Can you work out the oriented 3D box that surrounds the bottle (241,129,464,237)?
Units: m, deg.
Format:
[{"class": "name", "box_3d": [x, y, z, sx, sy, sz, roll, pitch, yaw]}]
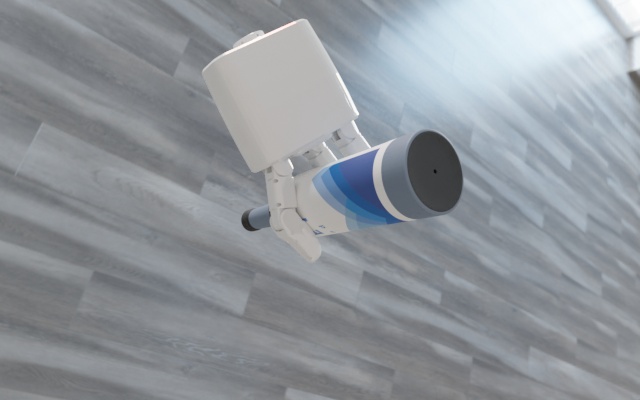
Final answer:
[{"class": "bottle", "box_3d": [0.000, 0.002, 0.473, 0.069, 0.069, 0.296, 0, -9, -36]}]
